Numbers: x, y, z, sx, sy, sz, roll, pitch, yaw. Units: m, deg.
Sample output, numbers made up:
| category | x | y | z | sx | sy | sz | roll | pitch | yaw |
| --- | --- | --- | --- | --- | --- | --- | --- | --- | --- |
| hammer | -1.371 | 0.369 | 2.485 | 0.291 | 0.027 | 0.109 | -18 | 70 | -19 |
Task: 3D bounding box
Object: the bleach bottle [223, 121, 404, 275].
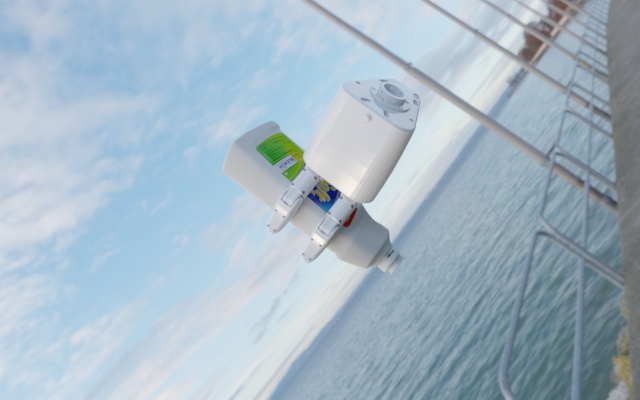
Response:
| category | x | y | z | sx | sy | sz | roll | pitch | yaw |
| --- | --- | --- | --- | --- | --- | --- | --- | --- | --- |
| bleach bottle | 0.000 | 0.002 | 0.610 | 0.251 | 0.068 | 0.102 | 37 | 39 | 10 |
